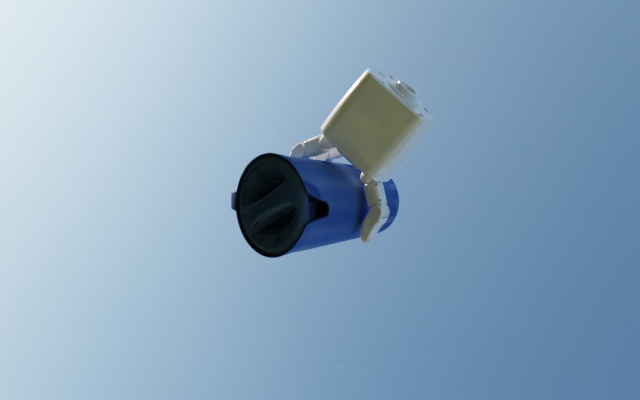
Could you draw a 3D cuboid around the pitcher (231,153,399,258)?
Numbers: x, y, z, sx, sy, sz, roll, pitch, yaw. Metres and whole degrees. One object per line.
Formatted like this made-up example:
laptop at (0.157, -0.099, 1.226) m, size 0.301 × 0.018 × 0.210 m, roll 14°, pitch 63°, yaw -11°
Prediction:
pitcher at (0.000, 0.002, 0.697) m, size 0.243 × 0.149 × 0.145 m, roll -2°, pitch -42°, yaw -50°
